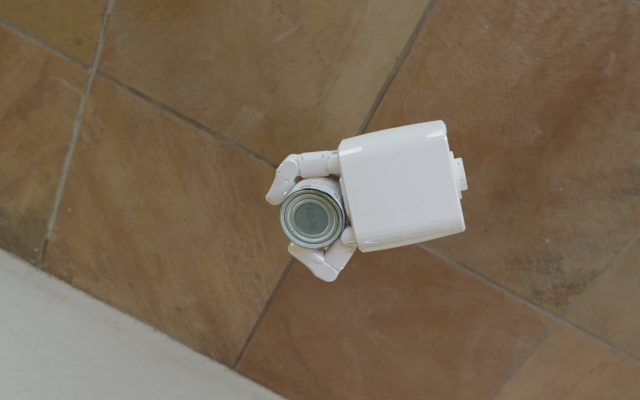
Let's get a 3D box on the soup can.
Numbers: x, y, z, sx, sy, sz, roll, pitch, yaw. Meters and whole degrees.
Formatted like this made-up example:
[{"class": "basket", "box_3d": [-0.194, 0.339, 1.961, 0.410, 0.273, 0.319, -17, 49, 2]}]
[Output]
[{"class": "soup can", "box_3d": [0.000, 0.002, 0.520, 0.068, 0.068, 0.102, 0, 21, 12]}]
